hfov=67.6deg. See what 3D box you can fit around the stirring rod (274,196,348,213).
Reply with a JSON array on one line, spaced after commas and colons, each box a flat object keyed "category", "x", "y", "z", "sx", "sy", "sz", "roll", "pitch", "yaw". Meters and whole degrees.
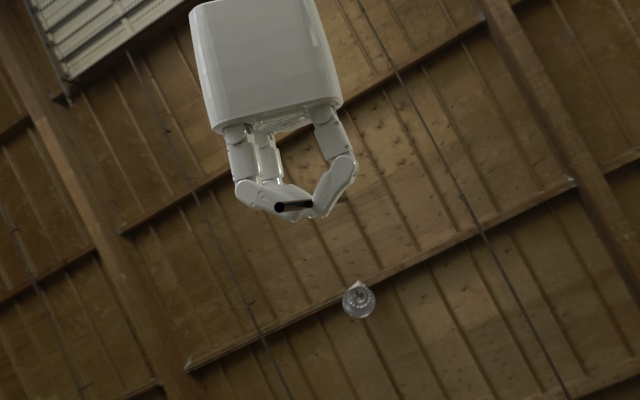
[{"category": "stirring rod", "x": 0.000, "y": 0.001, "z": 0.457, "sx": 0.011, "sy": 0.011, "sz": 0.239, "roll": 0, "pitch": 2, "yaw": 14}]
